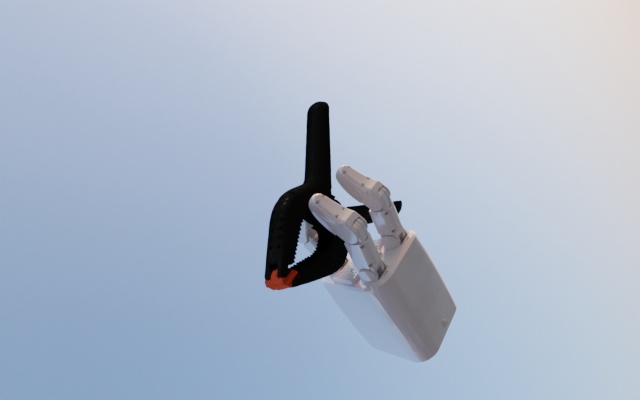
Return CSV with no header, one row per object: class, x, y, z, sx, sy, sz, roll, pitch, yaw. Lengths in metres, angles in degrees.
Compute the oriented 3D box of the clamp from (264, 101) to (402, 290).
clamp,-0.001,0.002,0.492,0.036,0.164,0.210,-21,20,45
